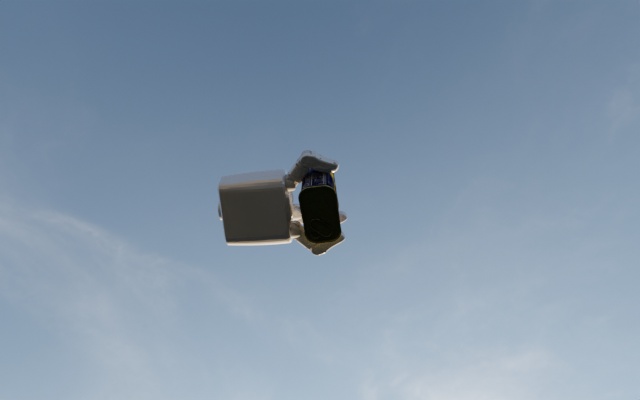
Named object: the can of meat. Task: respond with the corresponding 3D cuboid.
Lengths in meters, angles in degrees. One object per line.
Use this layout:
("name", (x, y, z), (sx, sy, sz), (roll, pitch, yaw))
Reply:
("can of meat", (0.000, 0.002, 0.756), (0.057, 0.102, 0.084), (-7, 30, 4))
